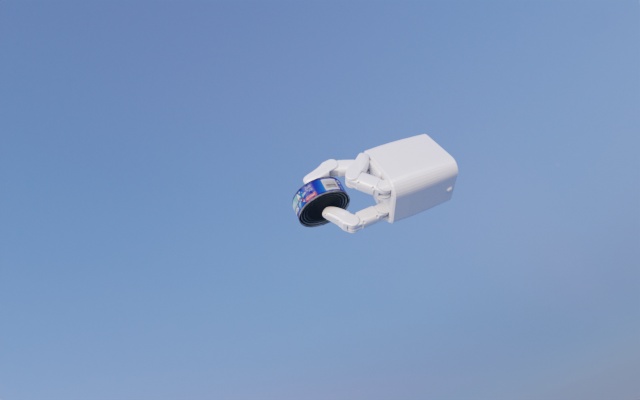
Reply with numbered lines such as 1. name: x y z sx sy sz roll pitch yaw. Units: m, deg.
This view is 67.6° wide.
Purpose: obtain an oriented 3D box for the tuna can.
1. tuna can: 0.000 0.002 0.739 0.086 0.033 0.086 -20 -32 -13
